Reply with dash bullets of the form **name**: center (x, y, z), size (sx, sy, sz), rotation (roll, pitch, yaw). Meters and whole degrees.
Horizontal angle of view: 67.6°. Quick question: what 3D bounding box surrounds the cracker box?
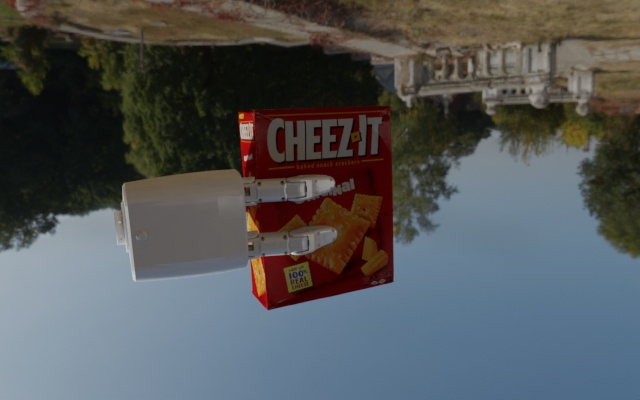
- **cracker box**: center (0.000, 0.002, 0.548), size (0.164, 0.214, 0.072), rotation (-7, 11, -23)
